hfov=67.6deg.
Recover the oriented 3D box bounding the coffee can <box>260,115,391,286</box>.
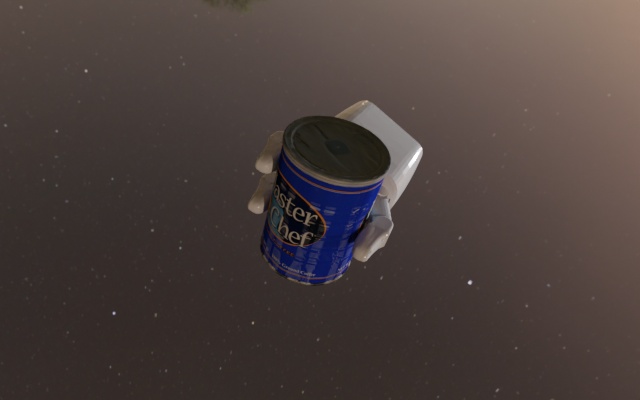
[{"bbox_3d":[0.000,0.002,0.480,0.103,0.140,0.102,10,39,-9],"label":"coffee can"}]
